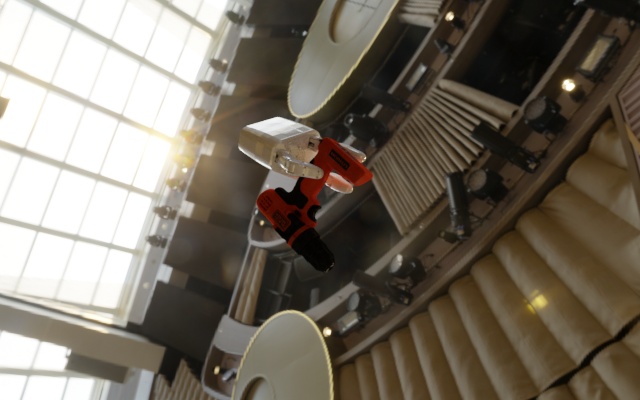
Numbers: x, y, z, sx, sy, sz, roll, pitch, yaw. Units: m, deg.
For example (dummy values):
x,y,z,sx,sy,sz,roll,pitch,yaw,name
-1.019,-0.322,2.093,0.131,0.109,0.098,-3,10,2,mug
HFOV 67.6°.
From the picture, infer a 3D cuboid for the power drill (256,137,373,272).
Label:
x,y,z,sx,sy,sz,roll,pitch,yaw,name
0.000,0.002,0.812,0.184,0.188,0.057,45,12,17,power drill
